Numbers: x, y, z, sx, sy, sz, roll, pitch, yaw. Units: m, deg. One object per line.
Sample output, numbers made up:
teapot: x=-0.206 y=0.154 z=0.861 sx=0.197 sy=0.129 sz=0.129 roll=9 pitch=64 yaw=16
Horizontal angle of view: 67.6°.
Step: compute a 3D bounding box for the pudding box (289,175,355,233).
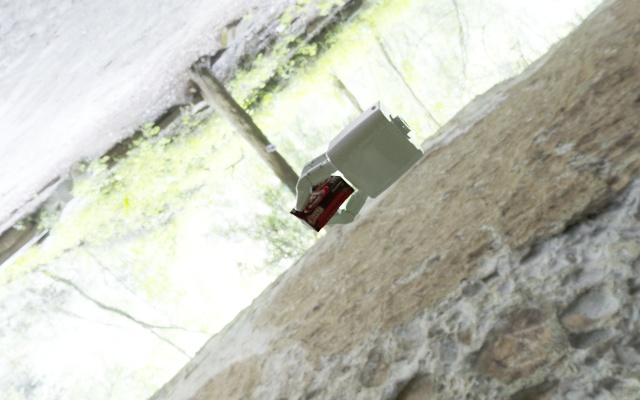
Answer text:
pudding box: x=0.000 y=0.003 z=0.777 sx=0.039 sy=0.090 sz=0.113 roll=43 pitch=-7 yaw=-11
